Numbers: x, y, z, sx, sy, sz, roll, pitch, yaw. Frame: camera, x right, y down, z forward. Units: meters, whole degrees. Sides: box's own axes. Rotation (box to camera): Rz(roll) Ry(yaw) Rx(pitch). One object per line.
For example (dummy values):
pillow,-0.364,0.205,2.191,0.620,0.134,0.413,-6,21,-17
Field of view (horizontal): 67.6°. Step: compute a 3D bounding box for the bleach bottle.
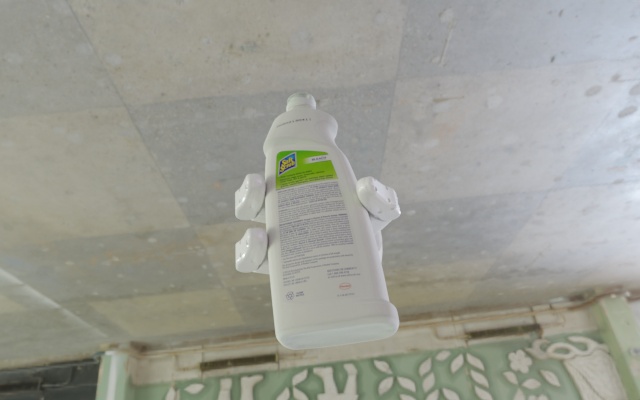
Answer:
bleach bottle,0.000,0.001,0.443,0.102,0.250,0.068,-8,-30,3
